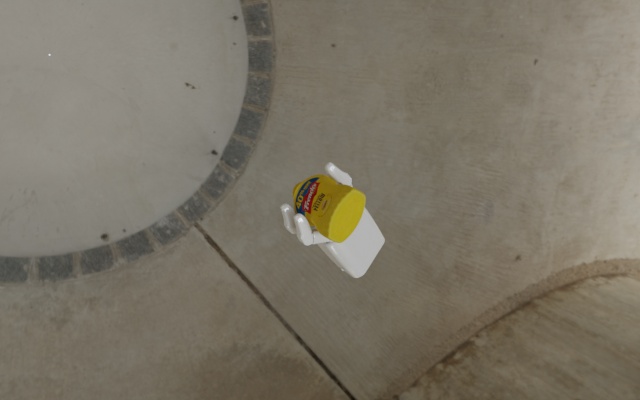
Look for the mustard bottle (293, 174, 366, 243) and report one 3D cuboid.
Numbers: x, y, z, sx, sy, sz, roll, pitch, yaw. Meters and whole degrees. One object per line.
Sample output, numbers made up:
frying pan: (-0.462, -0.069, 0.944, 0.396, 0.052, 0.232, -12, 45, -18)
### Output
mustard bottle: (0.000, 0.003, 0.867, 0.058, 0.096, 0.191, 24, 2, -33)
